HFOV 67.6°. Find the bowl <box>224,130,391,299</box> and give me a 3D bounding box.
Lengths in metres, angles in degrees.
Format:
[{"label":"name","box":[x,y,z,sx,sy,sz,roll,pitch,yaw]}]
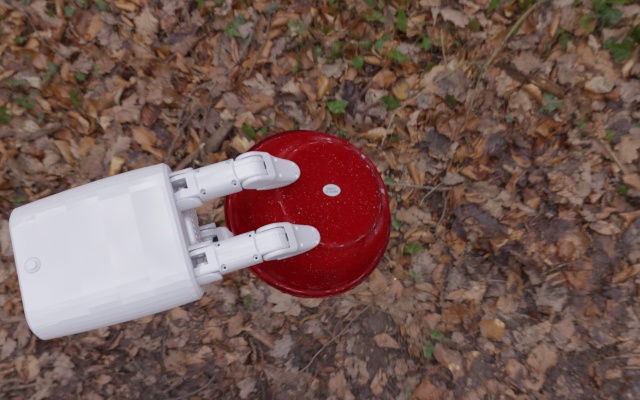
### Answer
[{"label":"bowl","box":[0.001,0.001,0.418,0.162,0.162,0.055,0,-17,-20]}]
